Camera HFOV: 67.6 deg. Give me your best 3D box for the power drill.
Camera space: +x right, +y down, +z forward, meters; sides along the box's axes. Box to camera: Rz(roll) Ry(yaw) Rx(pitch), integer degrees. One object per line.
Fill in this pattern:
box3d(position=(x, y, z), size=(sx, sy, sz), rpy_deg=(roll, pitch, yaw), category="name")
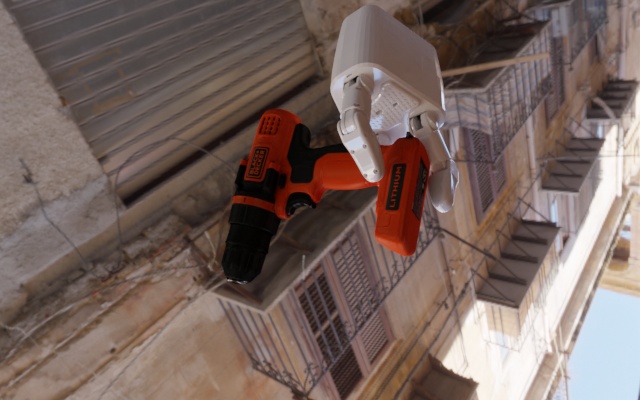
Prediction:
box3d(position=(0.001, 0.001, 0.456), size=(0.187, 0.184, 0.057), rpy_deg=(8, -13, 24), category="power drill")
